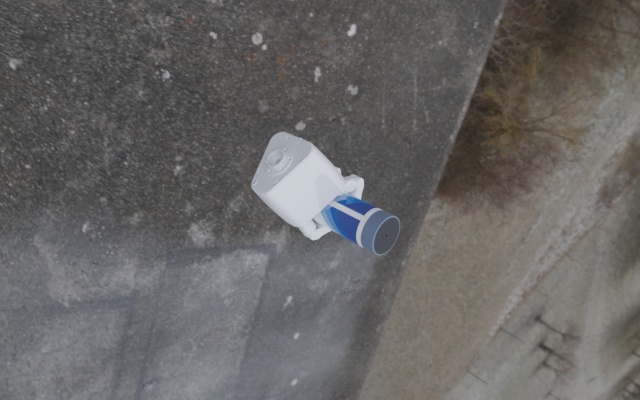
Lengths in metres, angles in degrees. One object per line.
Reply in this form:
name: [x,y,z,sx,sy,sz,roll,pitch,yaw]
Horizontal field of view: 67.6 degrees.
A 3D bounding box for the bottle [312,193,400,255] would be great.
bottle: [0.000,0.003,0.824,0.295,0.069,0.069,27,18,39]
